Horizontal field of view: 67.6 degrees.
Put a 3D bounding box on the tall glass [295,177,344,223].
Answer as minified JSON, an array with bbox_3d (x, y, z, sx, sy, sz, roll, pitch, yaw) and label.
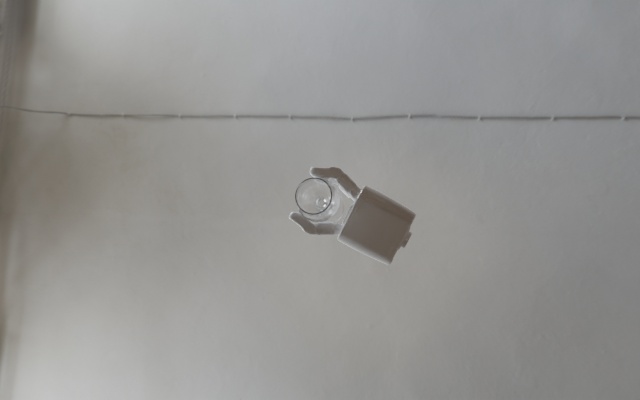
[{"bbox_3d":[0.000,0.003,0.881,0.079,0.079,0.201,0,-6,7],"label":"tall glass"}]
